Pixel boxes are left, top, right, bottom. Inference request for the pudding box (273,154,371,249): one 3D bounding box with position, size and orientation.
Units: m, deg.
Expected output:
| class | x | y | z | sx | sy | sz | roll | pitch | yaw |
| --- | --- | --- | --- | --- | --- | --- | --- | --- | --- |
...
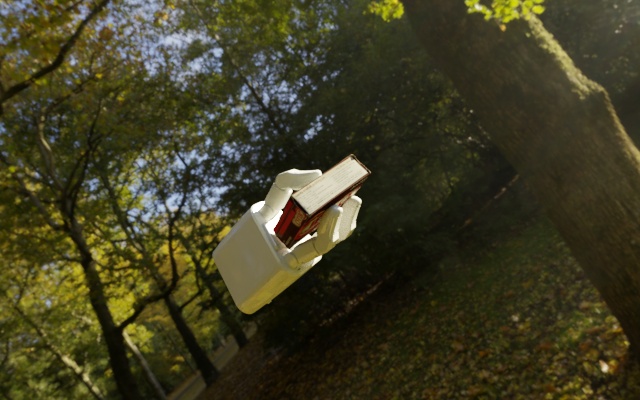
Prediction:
| class | x | y | z | sx | sy | sz | roll | pitch | yaw |
| --- | --- | --- | --- | --- | --- | --- | --- | --- | --- |
| pudding box | 0.000 | 0.002 | 0.593 | 0.113 | 0.039 | 0.090 | -38 | -10 | -34 |
